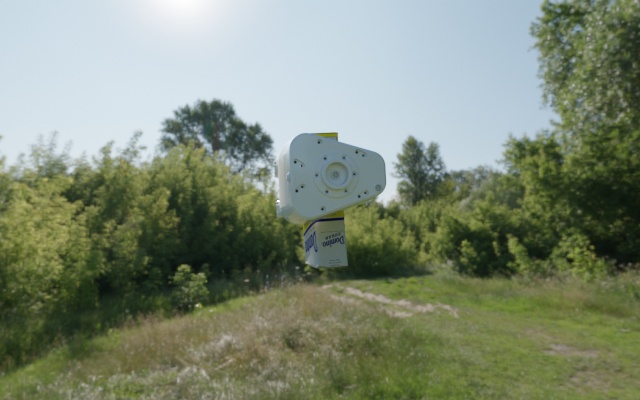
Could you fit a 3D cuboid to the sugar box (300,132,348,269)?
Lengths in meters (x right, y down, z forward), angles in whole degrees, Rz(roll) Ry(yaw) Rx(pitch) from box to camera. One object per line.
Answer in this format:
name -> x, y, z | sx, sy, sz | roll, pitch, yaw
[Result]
sugar box -> 0.000, 0.002, 0.655 | 0.048, 0.176, 0.093 | -1, -4, -13
